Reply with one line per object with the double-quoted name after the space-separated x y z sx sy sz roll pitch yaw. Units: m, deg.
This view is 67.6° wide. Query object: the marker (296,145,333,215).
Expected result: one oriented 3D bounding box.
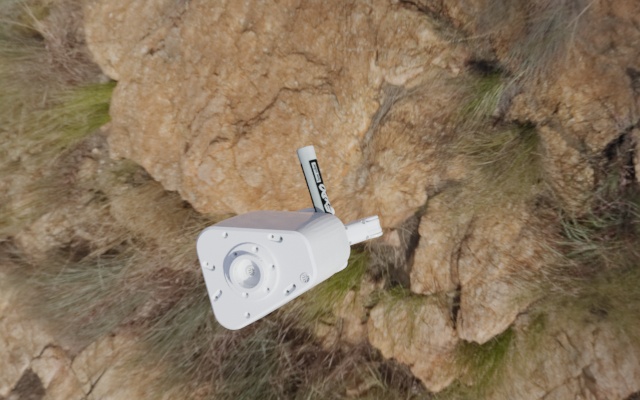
0.000 0.002 0.509 0.020 0.121 0.020 -17 0 0 "marker"
